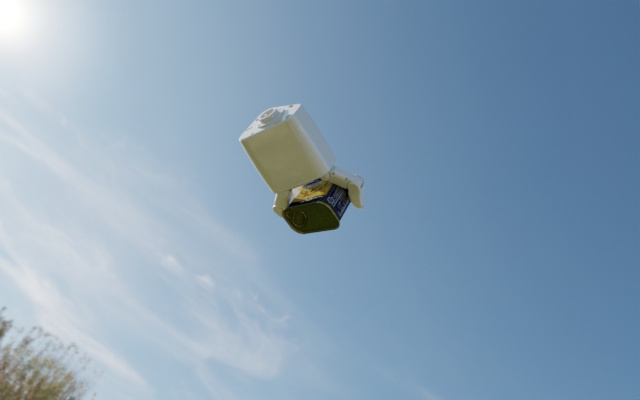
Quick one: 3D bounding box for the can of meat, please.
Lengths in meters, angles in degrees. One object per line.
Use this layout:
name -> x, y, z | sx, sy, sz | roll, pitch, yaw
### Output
can of meat -> 0.000, 0.002, 0.776 | 0.102, 0.057, 0.084 | -12, 34, 40
